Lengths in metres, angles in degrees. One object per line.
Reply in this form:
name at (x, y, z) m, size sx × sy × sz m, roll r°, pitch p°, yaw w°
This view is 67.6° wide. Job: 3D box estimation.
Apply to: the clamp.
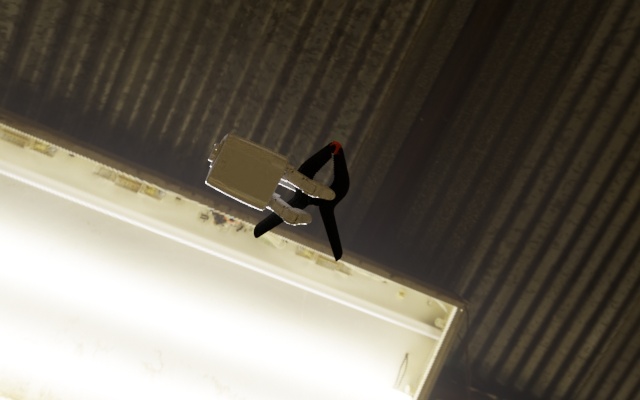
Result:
clamp at (0.000, 0.002, 0.823) m, size 0.164 × 0.210 × 0.036 m, roll 24°, pitch 13°, yaw -16°
